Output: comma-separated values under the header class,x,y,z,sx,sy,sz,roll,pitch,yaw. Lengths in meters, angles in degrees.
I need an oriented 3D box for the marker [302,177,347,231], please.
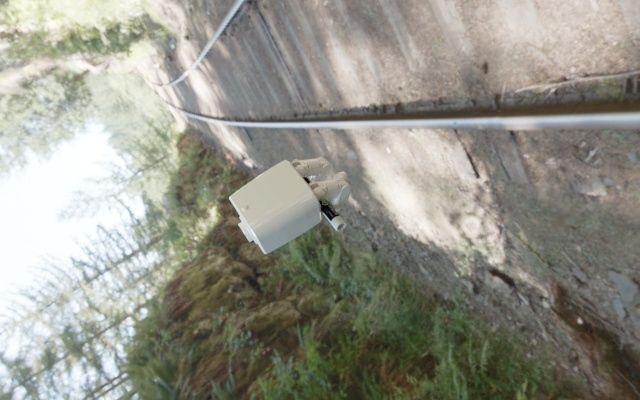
class,x,y,z,sx,sy,sz,roll,pitch,yaw
marker,0.000,0.002,0.751,0.020,0.020,0.121,0,38,-42
